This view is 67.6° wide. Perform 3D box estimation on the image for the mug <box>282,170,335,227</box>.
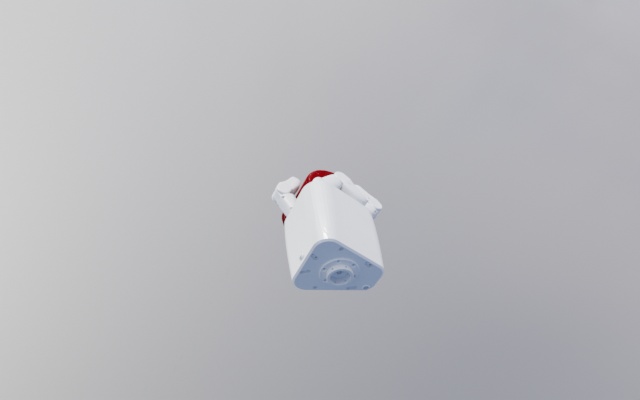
[{"bbox_3d":[0.000,0.001,0.706,0.093,0.081,0.117,16,36,-22],"label":"mug"}]
